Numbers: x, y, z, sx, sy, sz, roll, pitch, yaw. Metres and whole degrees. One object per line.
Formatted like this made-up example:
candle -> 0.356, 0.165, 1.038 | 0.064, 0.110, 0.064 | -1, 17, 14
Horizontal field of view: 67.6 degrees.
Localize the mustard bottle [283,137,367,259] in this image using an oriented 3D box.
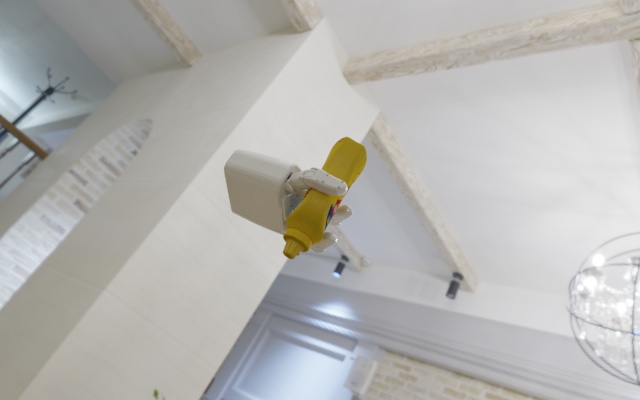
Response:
mustard bottle -> 0.001, 0.002, 0.690 | 0.058, 0.191, 0.096 | 31, -27, 3
